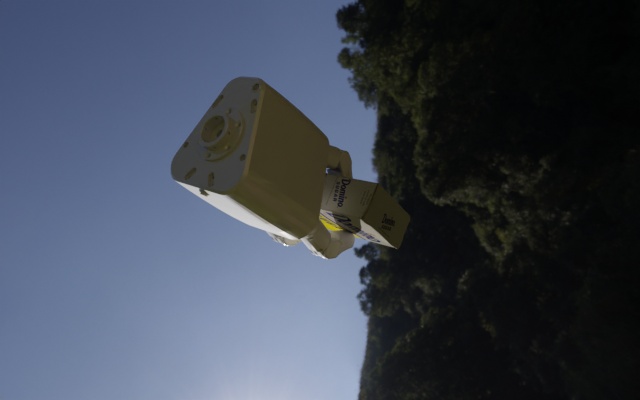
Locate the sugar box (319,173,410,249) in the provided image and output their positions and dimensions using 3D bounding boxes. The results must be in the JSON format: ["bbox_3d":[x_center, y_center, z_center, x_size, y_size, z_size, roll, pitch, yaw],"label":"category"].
[{"bbox_3d":[0.000,0.002,0.527,0.176,0.048,0.093,16,-14,37],"label":"sugar box"}]
